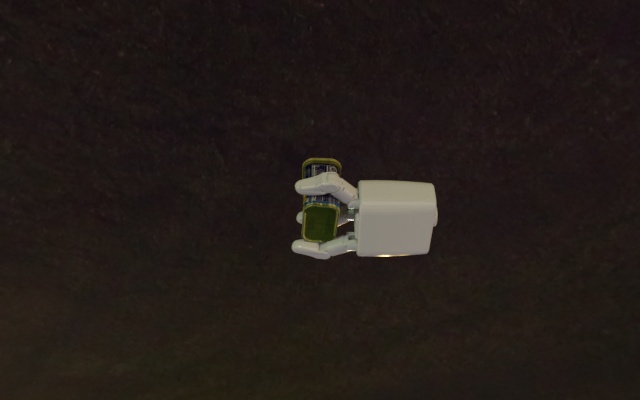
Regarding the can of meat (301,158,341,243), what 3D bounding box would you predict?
[{"bbox_3d":[0.000,0.003,0.703,0.057,0.084,0.102,2,-36,-2],"label":"can of meat"}]
